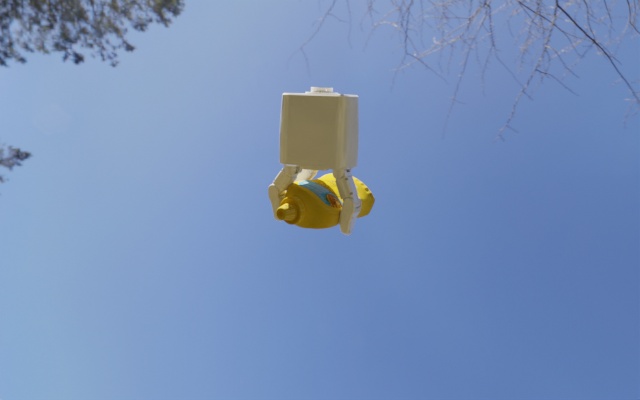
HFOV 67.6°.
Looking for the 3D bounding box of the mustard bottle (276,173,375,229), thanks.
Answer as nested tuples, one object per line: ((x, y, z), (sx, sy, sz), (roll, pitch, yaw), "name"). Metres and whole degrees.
((0.000, 0.003, 0.748), (0.096, 0.058, 0.191), (37, 29, 25), "mustard bottle")
